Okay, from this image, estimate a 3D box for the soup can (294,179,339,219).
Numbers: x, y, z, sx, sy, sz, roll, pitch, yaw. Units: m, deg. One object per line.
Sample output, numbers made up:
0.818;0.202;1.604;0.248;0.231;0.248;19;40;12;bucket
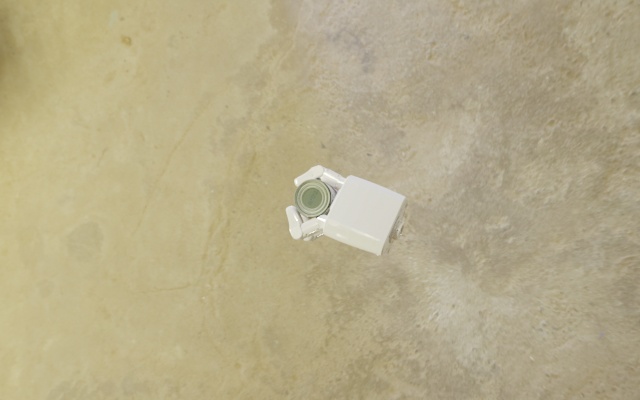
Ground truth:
0.000;0.002;0.844;0.068;0.068;0.102;0;-7;17;soup can
